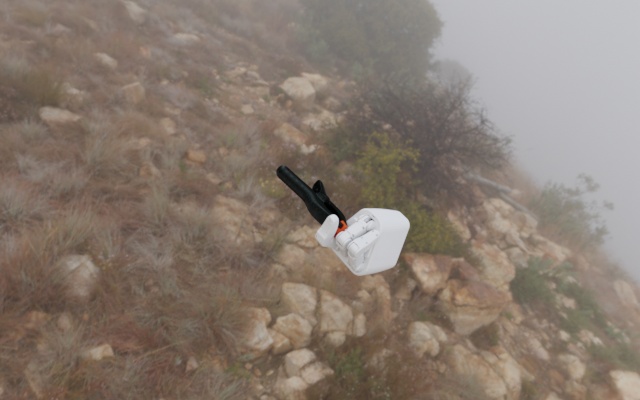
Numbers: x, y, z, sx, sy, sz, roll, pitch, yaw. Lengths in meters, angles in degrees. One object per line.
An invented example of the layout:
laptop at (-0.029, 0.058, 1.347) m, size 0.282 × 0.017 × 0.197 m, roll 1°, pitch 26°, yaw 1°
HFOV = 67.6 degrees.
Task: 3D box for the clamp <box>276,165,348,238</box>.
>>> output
clamp at (0.001, 0.002, 0.874) m, size 0.120 × 0.039 × 0.171 m, roll 5°, pitch 40°, yaw -52°
